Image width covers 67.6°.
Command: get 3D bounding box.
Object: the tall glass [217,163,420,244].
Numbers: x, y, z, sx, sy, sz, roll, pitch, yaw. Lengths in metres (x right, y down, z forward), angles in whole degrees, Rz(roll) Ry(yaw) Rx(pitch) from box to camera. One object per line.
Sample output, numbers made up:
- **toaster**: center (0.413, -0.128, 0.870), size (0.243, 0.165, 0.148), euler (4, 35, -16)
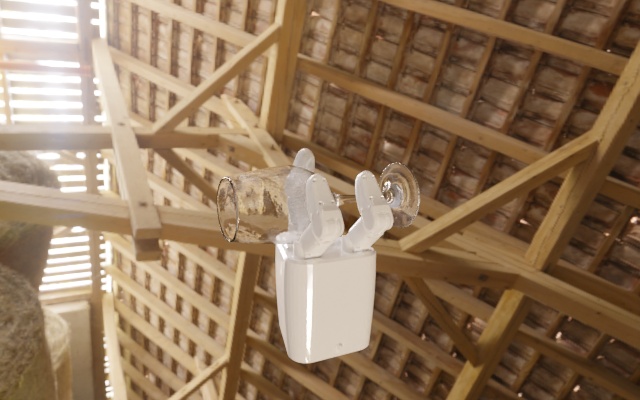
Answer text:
- **tall glass**: center (0.001, 0.001, 0.490), size (0.201, 0.079, 0.079), euler (-4, 2, -28)
